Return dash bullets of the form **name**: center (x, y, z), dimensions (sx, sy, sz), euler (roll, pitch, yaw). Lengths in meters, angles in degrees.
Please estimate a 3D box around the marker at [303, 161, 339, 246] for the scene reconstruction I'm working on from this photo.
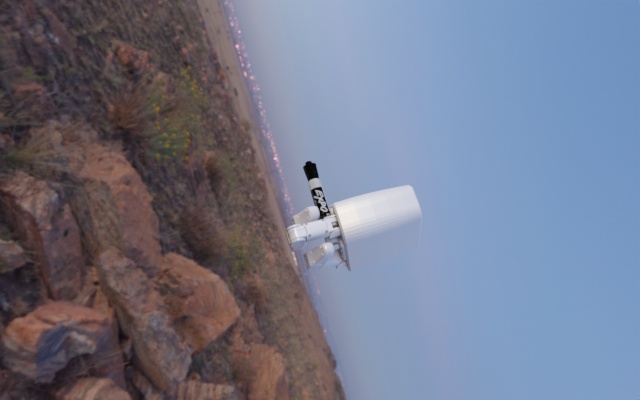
- **marker**: center (0.000, 0.002, 0.639), dimensions (0.020, 0.121, 0.020), euler (-15, -18, -5)
